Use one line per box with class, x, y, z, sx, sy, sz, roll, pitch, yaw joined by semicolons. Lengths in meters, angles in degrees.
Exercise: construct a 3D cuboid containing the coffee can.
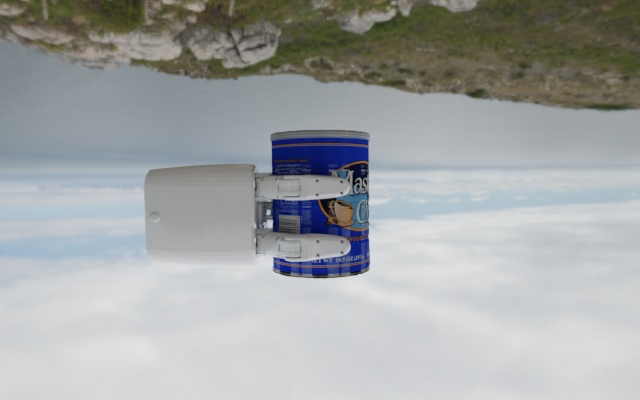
coffee can;0.000;0.001;0.497;0.103;0.140;0.103;0;3;0
